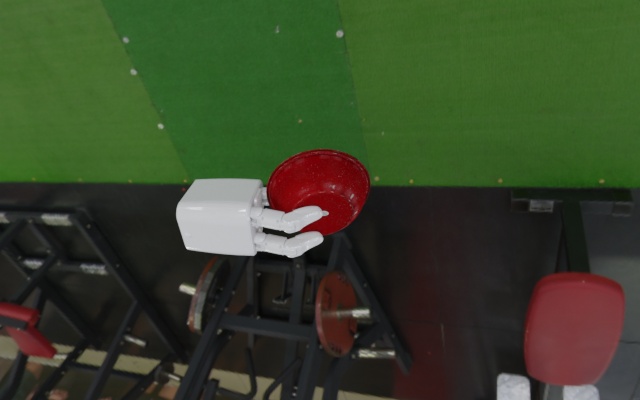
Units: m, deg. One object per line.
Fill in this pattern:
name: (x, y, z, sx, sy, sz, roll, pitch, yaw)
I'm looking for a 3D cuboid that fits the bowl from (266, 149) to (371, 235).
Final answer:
bowl: (0.001, 0.002, 0.715, 0.162, 0.162, 0.055, 0, 44, -9)
